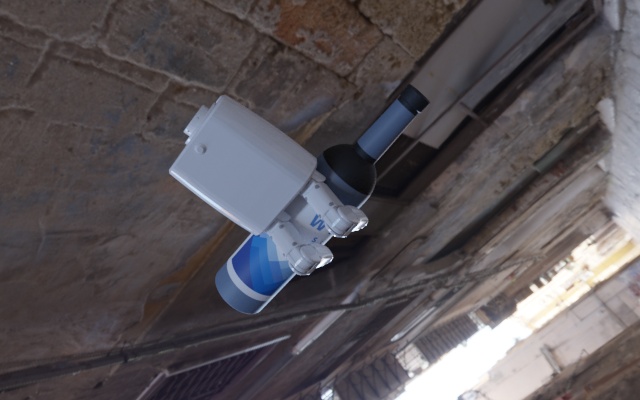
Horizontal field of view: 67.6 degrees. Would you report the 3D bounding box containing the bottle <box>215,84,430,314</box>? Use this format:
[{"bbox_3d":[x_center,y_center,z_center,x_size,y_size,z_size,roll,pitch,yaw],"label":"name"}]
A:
[{"bbox_3d":[0.000,0.002,0.497,0.296,0.069,0.069,-48,-21,20],"label":"bottle"}]
